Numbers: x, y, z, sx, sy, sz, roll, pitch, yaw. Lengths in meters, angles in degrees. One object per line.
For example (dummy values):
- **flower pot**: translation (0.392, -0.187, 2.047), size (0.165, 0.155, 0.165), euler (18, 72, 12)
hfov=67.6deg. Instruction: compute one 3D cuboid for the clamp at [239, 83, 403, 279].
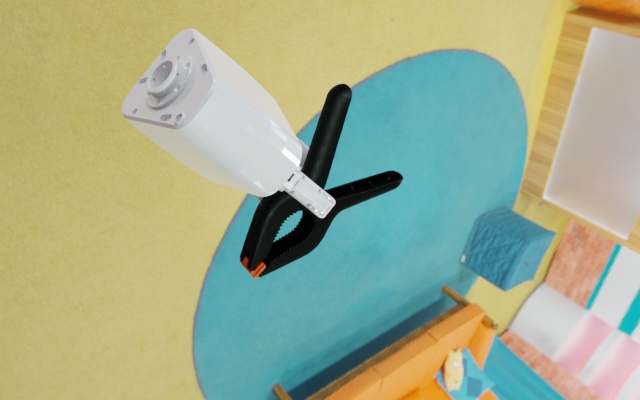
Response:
- **clamp**: translation (0.000, 0.002, 0.517), size (0.036, 0.210, 0.165), euler (38, -1, 45)
